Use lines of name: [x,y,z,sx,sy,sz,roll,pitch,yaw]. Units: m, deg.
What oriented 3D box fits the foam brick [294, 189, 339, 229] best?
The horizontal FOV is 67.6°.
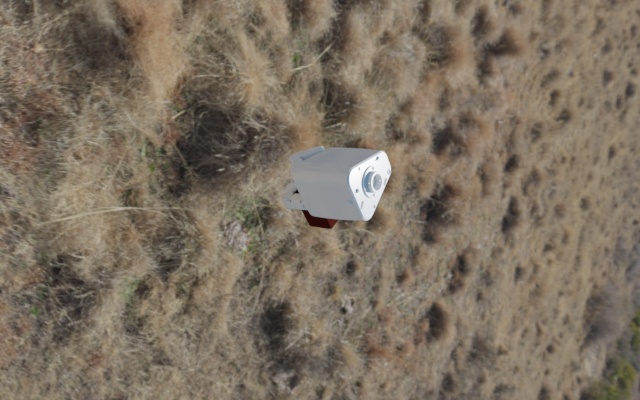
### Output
foam brick: [0.000,0.003,0.824,0.051,0.078,0.053,6,43,40]
